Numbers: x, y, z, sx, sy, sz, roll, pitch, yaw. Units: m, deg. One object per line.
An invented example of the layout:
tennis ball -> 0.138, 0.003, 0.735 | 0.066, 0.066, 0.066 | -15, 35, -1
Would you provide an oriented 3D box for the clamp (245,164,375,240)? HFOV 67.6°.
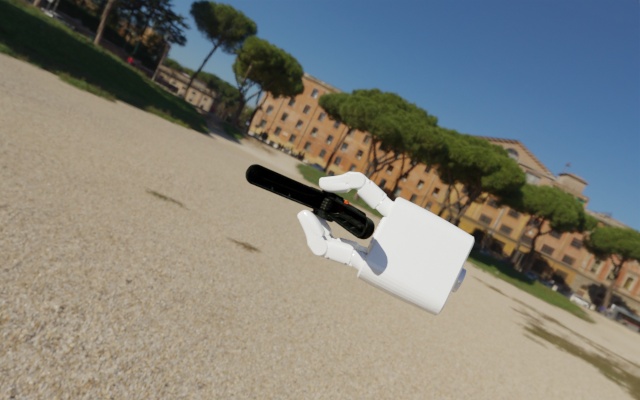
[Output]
clamp -> 0.001, 0.001, 0.621 | 0.164, 0.036, 0.210 | 27, 3, 10
